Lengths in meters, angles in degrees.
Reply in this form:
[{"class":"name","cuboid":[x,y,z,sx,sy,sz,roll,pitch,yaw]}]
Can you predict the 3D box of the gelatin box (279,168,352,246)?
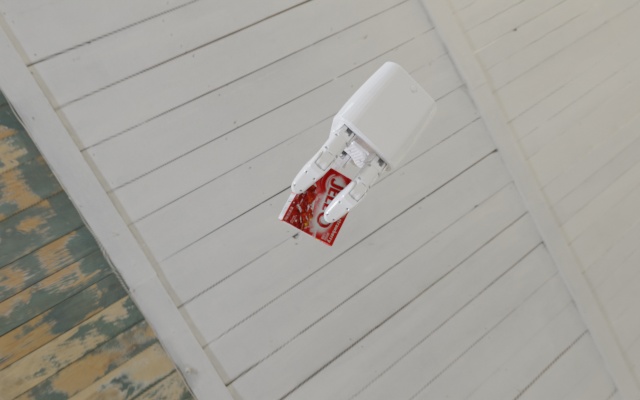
[{"class":"gelatin box","cuboid":[0.000,0.002,0.605,0.073,0.089,0.030,29,-6,-14]}]
